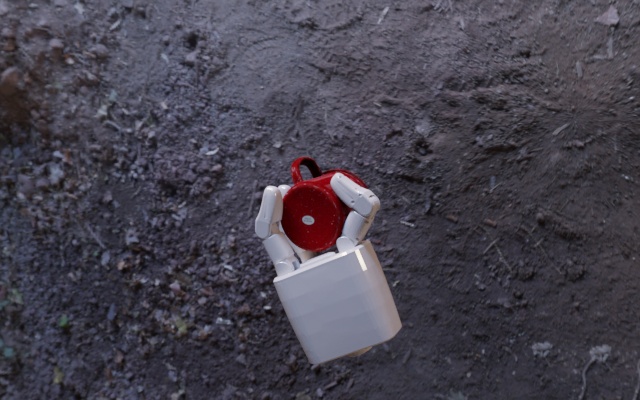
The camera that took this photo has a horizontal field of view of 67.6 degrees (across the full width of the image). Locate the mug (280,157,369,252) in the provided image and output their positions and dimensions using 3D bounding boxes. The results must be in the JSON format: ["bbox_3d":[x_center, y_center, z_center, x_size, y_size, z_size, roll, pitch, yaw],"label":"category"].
[{"bbox_3d":[-0.001,0.001,0.567,0.093,0.117,0.081,-25,-2,29],"label":"mug"}]
